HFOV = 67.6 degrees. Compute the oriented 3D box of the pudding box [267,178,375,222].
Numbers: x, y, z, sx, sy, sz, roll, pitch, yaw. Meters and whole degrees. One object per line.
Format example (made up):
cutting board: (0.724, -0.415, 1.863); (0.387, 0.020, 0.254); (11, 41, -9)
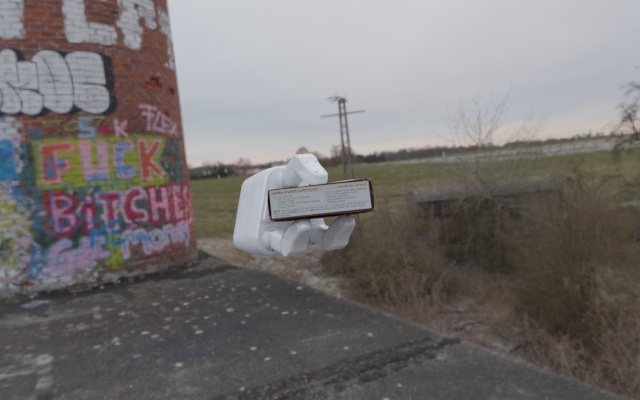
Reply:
pudding box: (0.000, 0.002, 0.537); (0.113, 0.039, 0.090); (-8, -2, 0)
